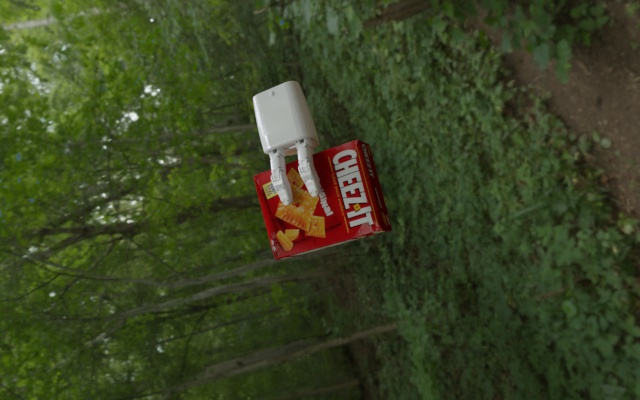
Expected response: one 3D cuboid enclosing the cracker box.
[{"bbox_3d":[0.000,0.003,0.858,0.214,0.164,0.072,-17,-8,21],"label":"cracker box"}]
